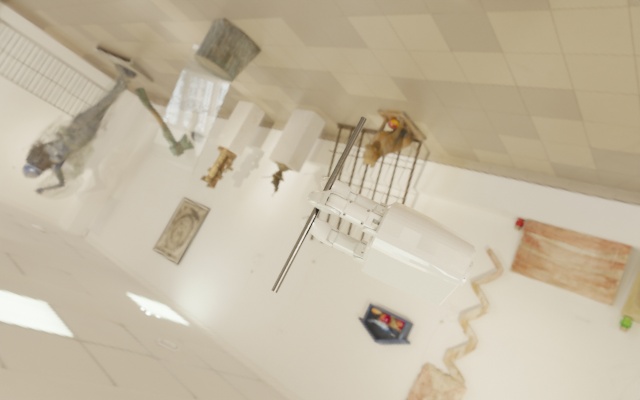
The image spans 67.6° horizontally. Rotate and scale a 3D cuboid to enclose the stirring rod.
[{"bbox_3d":[0.000,0.002,0.581,0.011,0.239,0.011,27,-9,5],"label":"stirring rod"}]
